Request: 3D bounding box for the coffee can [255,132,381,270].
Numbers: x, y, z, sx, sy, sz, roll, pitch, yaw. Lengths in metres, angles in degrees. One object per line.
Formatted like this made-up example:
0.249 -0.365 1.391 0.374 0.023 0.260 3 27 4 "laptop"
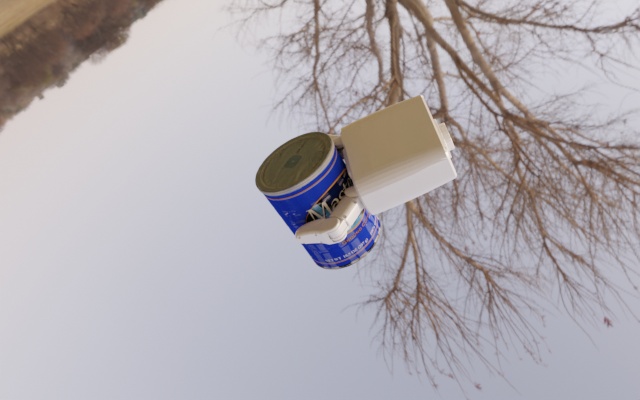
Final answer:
0.000 0.002 0.588 0.103 0.102 0.140 0 -44 40 "coffee can"
